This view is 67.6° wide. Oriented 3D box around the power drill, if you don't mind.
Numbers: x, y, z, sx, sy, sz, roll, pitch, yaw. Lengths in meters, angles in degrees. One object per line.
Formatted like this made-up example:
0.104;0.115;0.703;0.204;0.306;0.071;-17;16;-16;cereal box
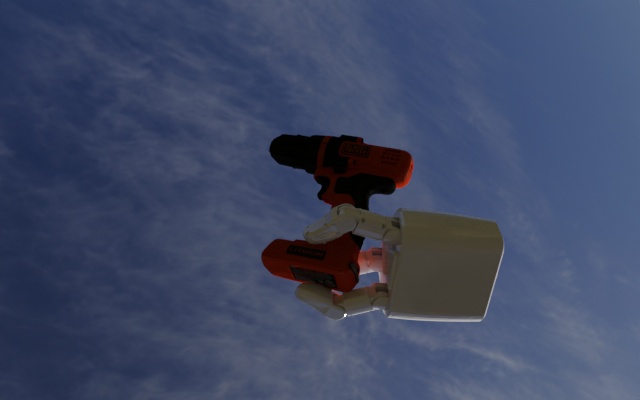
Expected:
0.000;0.002;0.556;0.184;0.187;0.057;10;-30;20;power drill
